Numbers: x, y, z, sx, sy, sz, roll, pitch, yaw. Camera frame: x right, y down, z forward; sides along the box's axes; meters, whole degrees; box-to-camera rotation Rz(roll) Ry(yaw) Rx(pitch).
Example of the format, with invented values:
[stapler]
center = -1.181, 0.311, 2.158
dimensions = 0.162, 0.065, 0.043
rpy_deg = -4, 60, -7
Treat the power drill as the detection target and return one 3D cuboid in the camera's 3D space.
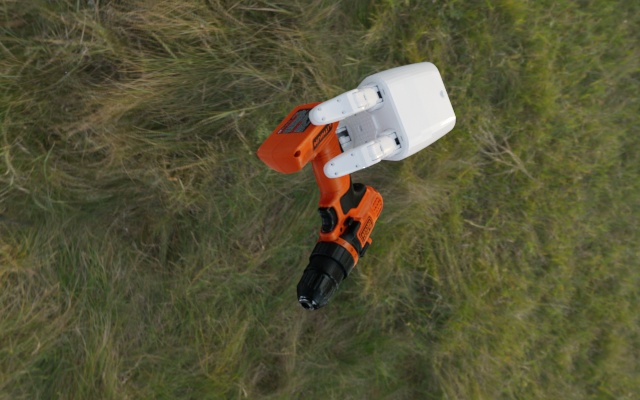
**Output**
[power drill]
center = 0.000, 0.001, 0.531
dimensions = 0.057, 0.188, 0.184
rpy_deg = 2, 42, 32
